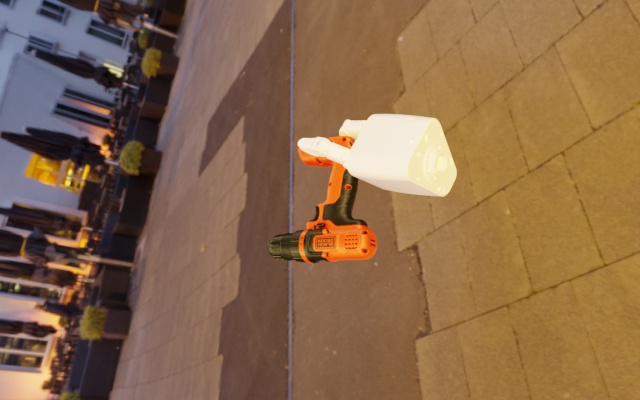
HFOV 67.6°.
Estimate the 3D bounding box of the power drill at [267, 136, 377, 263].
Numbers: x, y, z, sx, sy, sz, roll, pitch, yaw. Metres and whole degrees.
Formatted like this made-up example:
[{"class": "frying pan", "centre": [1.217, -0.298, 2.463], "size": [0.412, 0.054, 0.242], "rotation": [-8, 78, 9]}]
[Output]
[{"class": "power drill", "centre": [0.000, 0.002, 0.734], "size": [0.184, 0.187, 0.057], "rotation": [-5, -13, 30]}]
